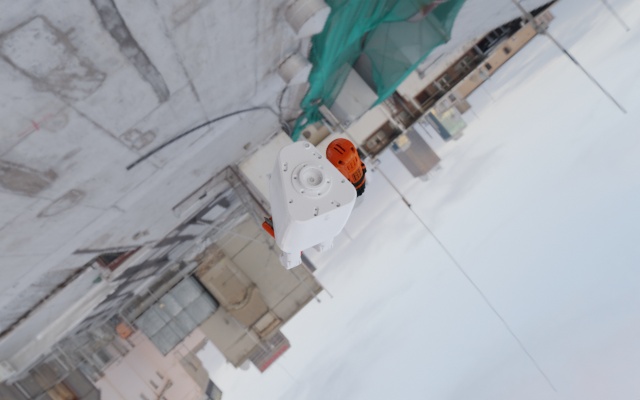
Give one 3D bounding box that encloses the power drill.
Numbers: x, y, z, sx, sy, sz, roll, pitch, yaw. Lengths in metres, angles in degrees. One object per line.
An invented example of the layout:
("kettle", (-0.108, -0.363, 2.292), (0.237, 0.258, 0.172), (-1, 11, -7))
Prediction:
("power drill", (0.000, 0.003, 0.768), (0.057, 0.187, 0.184), (38, -7, 22))
